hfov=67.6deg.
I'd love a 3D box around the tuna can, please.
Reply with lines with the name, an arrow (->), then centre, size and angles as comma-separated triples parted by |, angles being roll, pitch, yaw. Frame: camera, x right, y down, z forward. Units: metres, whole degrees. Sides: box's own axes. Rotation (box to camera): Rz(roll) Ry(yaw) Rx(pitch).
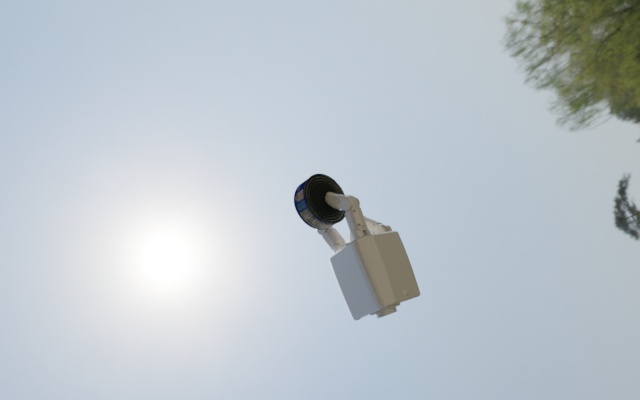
tuna can -> 0.000, 0.003, 0.763 | 0.086, 0.086, 0.034 | 0, -22, -41
